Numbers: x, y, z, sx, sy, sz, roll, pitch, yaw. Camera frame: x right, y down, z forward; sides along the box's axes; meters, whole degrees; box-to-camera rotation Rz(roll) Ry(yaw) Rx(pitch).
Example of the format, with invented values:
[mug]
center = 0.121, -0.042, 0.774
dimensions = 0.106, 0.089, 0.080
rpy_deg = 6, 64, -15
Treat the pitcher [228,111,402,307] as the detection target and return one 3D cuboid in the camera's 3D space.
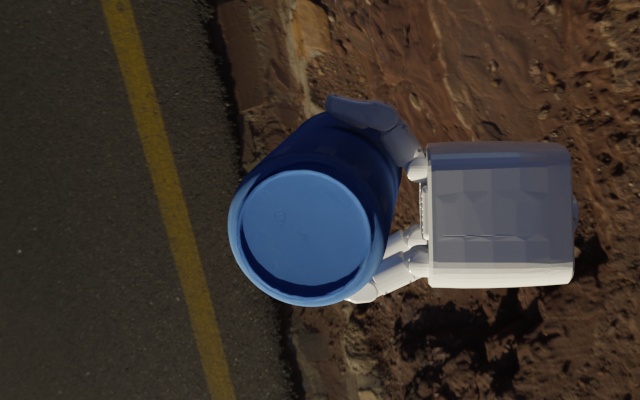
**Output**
[pitcher]
center = 0.000, 0.001, 0.424
dimensions = 0.145, 0.149, 0.242
rpy_deg = 0, 14, 9
